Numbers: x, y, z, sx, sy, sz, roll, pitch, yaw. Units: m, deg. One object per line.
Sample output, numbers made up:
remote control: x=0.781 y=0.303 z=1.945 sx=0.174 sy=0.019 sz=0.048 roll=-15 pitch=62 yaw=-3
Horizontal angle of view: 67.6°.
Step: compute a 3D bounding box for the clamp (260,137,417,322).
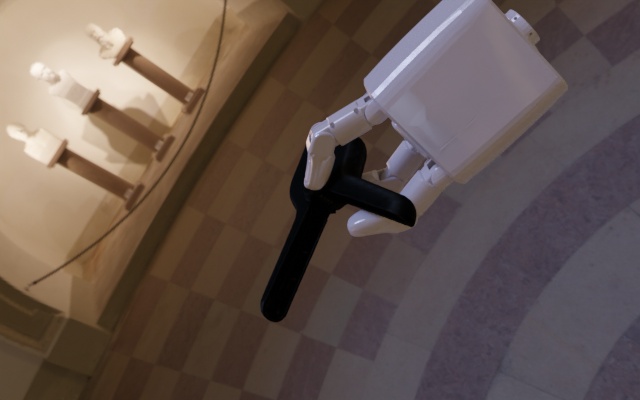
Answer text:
clamp: x=0.000 y=0.001 z=0.444 sx=0.036 sy=0.164 sz=0.209 roll=35 pitch=24 yaw=-27
